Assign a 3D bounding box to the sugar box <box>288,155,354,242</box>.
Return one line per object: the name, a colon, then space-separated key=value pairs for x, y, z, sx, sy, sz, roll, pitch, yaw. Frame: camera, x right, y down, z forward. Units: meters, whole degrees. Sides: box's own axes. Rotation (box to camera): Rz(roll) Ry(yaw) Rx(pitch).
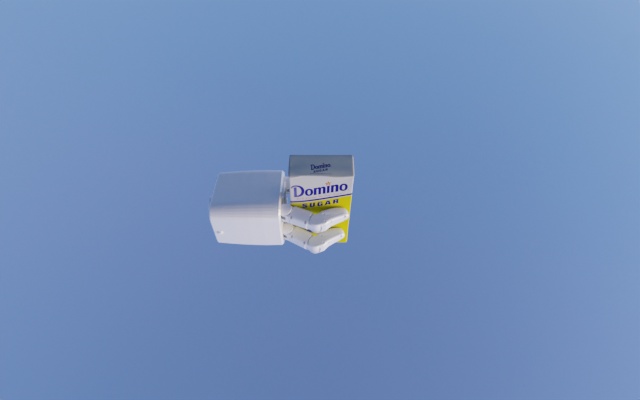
sugar box: x=0.000 y=0.003 z=0.732 sx=0.093 sy=0.048 sz=0.176 roll=0 pitch=-34 yaw=0
